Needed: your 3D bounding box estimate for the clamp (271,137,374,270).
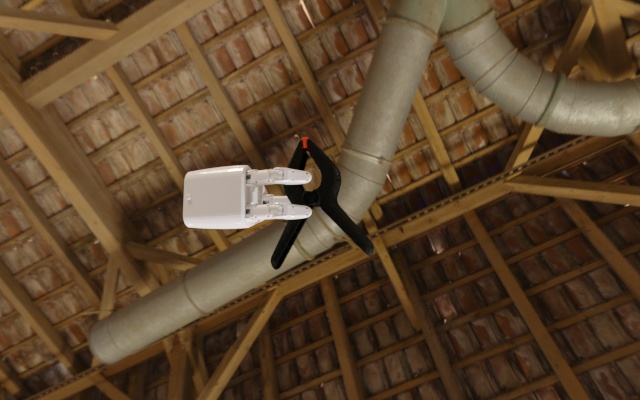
[{"bbox_3d":[0.000,0.002,0.755,0.164,0.210,0.036,-3,-10,15],"label":"clamp"}]
